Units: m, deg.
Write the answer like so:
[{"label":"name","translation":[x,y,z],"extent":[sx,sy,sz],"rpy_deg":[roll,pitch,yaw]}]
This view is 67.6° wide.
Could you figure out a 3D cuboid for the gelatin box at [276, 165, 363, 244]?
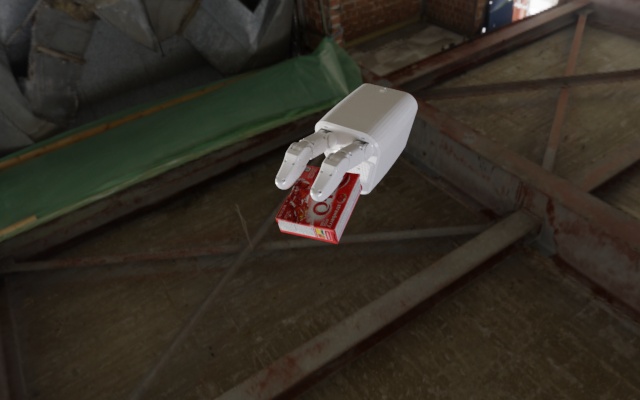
[{"label":"gelatin box","translation":[0.000,0.002,0.557],"extent":[0.073,0.089,0.030],"rpy_deg":[11,-37,23]}]
